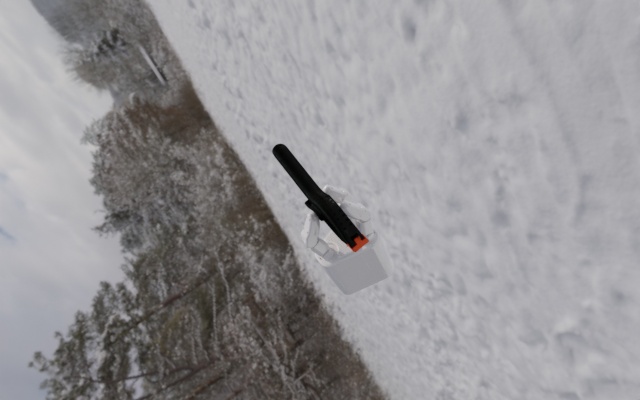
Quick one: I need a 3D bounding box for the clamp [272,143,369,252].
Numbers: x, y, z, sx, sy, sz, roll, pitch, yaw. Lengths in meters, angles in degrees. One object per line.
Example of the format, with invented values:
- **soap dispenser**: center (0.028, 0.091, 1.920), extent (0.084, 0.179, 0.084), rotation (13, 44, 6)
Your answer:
- **clamp**: center (0.000, 0.003, 0.754), extent (0.210, 0.036, 0.165), rotation (45, -8, 47)
